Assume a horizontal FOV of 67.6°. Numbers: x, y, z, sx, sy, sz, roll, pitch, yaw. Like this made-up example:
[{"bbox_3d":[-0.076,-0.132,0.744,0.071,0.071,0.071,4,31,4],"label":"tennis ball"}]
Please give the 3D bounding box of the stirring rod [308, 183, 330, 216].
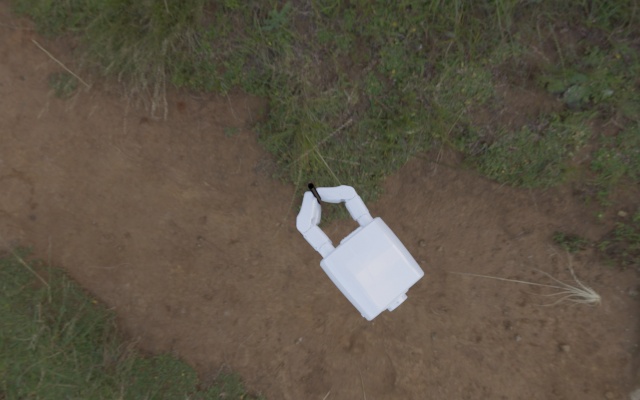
[{"bbox_3d":[0.000,0.002,0.740,0.011,0.011,0.239,0,-10,6],"label":"stirring rod"}]
